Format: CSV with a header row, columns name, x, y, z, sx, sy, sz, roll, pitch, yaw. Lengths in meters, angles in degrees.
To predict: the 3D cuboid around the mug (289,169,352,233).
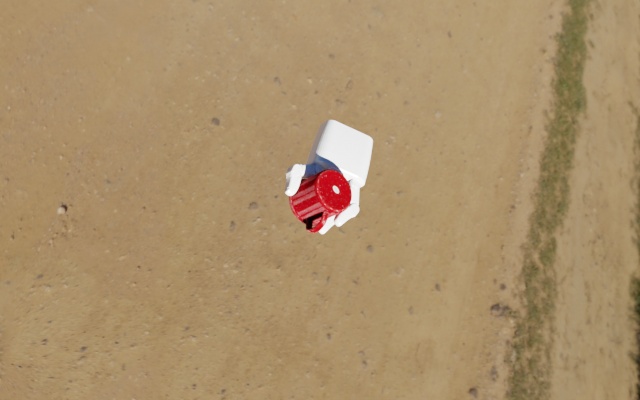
name,x,y,z,sx,sy,sz,roll,pitch,yaw
mug,0.000,0.004,0.861,0.093,0.117,0.081,29,-31,-26
